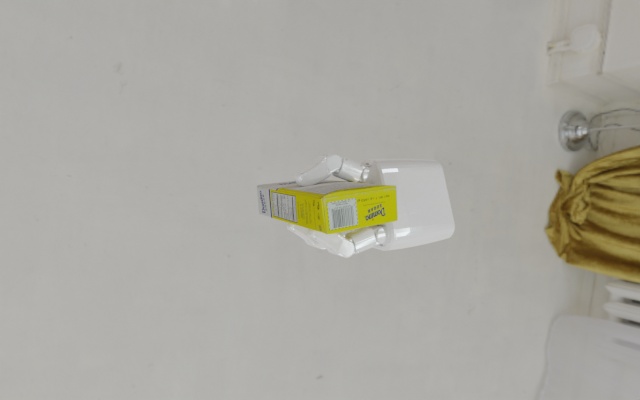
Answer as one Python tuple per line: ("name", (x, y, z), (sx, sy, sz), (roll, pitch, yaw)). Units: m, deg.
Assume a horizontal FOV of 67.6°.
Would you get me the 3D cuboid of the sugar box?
("sugar box", (0.000, 0.002, 0.565), (0.093, 0.048, 0.176), (-8, 6, -28))
